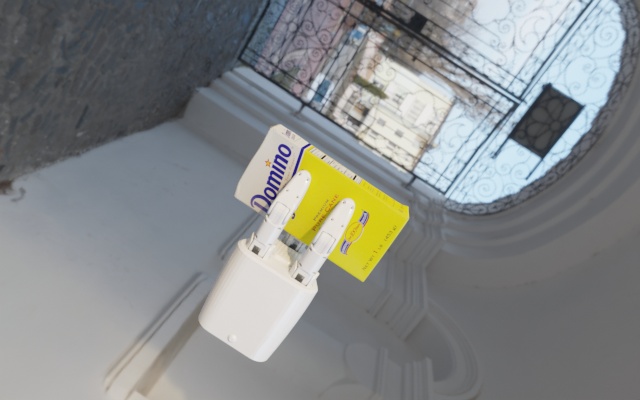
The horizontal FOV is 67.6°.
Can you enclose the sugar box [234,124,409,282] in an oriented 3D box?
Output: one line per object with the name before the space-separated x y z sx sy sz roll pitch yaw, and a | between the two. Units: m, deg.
sugar box | 0.000 0.002 0.530 0.176 0.093 0.048 32 17 -1
